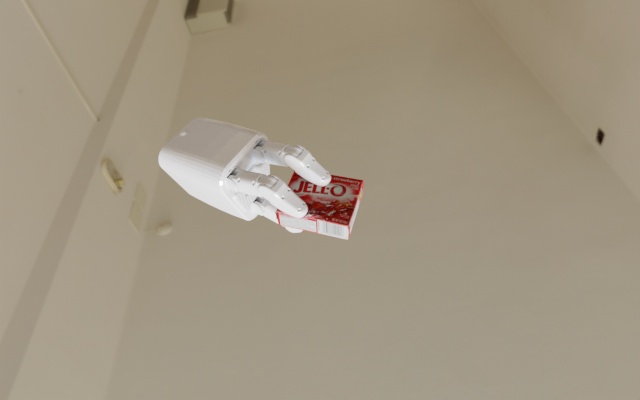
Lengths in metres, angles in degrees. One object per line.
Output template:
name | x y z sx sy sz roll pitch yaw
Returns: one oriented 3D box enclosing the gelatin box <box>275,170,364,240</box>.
gelatin box | 0.000 0.002 0.569 0.089 0.073 0.030 11 -39 12
